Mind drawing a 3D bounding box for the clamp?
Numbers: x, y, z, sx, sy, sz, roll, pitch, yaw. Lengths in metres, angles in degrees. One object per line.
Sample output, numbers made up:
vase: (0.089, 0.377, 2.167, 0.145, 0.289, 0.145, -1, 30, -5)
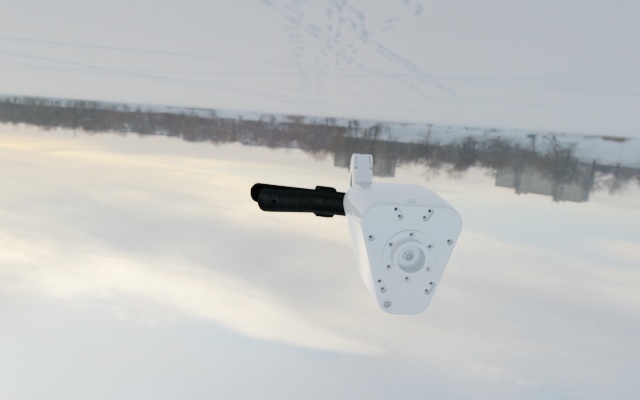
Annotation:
clamp: (0.000, 0.002, 0.554, 0.171, 0.039, 0.120, 4, 10, -4)
